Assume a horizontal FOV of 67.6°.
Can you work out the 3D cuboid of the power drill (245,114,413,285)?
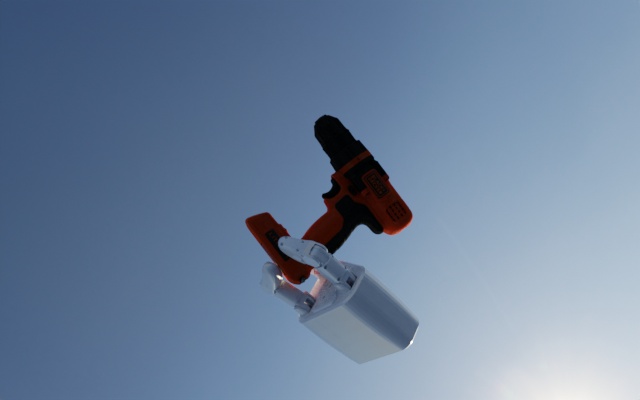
[{"bbox_3d":[0.000,0.003,0.613,0.187,0.184,0.057,-36,-7,-11],"label":"power drill"}]
